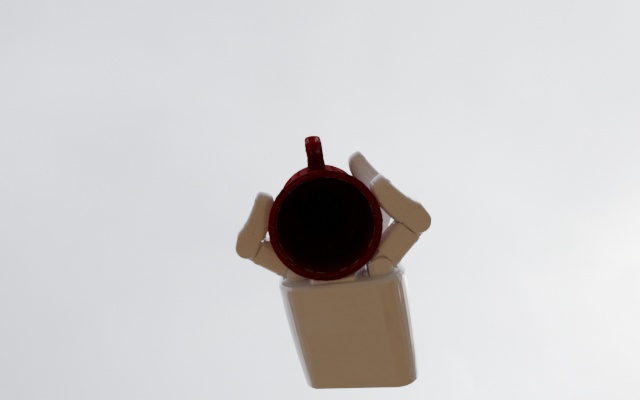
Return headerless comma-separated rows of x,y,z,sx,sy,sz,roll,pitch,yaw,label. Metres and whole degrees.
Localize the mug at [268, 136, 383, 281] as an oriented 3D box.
0.000,0.000,0.420,0.093,0.117,0.081,-11,13,0,mug
